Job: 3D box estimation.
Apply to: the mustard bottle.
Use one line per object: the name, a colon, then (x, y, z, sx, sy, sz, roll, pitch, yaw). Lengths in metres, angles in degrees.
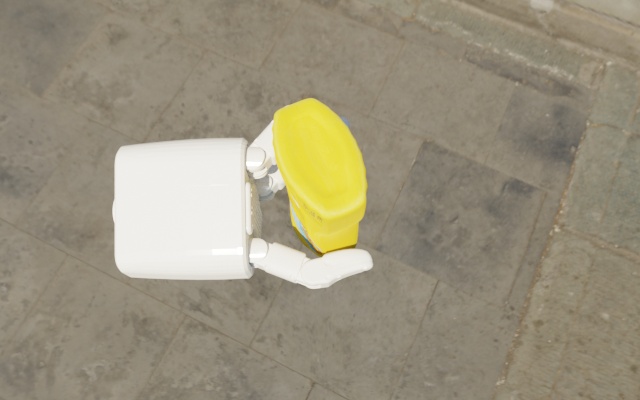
mustard bottle: (0.000, 0.001, 0.416, 0.058, 0.096, 0.192, -24, -19, -8)
